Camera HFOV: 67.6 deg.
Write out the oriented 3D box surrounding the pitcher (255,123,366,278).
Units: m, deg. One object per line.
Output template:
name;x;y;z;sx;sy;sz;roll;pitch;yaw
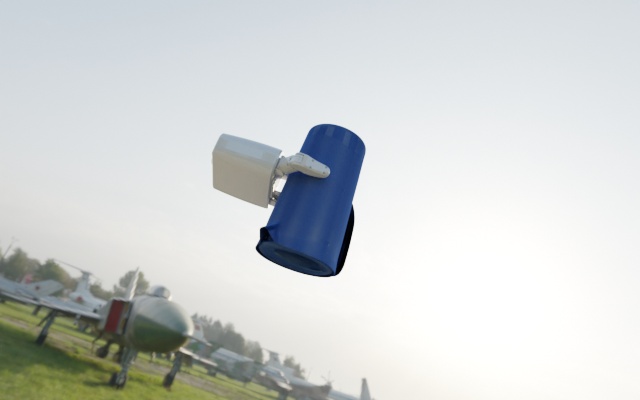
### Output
pitcher;0.000;0.003;0.803;0.145;0.242;0.149;18;-22;3
